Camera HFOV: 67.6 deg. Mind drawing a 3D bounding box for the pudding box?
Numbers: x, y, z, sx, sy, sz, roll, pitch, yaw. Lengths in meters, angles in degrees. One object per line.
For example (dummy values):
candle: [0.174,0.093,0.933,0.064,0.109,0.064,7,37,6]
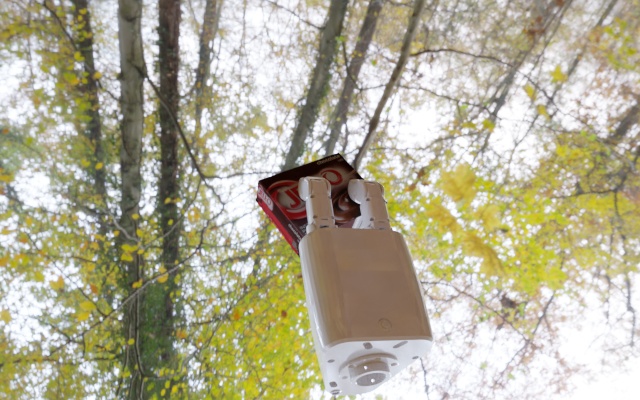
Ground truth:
pudding box: [0.000,0.002,0.516,0.113,0.090,0.039,-21,-33,-34]
